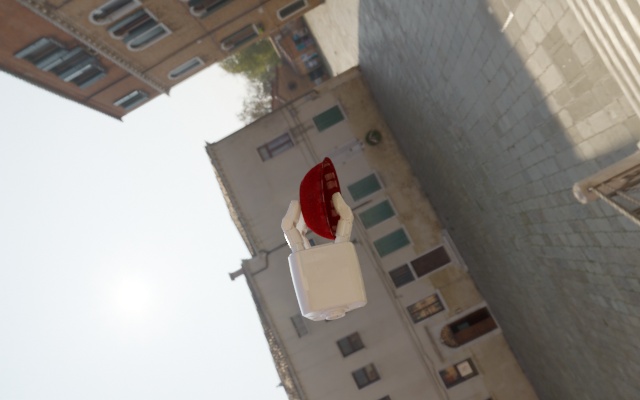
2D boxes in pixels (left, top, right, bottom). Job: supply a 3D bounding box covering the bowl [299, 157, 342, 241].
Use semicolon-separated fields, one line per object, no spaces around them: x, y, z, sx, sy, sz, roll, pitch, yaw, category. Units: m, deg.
0.000;0.002;0.886;0.055;0.162;0.162;-8;-2;14;bowl
